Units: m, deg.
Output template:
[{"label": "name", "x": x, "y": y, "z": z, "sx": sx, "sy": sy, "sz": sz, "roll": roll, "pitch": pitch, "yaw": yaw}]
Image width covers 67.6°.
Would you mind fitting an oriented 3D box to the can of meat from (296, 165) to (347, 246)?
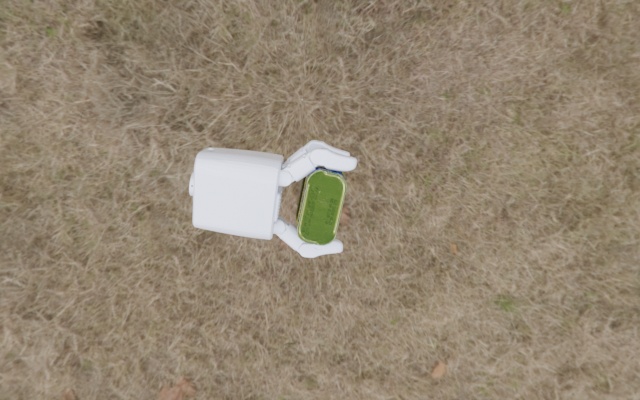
[{"label": "can of meat", "x": 0.000, "y": 0.002, "z": 0.638, "sx": 0.057, "sy": 0.102, "sz": 0.084, "roll": 11, "pitch": 11, "yaw": -4}]
